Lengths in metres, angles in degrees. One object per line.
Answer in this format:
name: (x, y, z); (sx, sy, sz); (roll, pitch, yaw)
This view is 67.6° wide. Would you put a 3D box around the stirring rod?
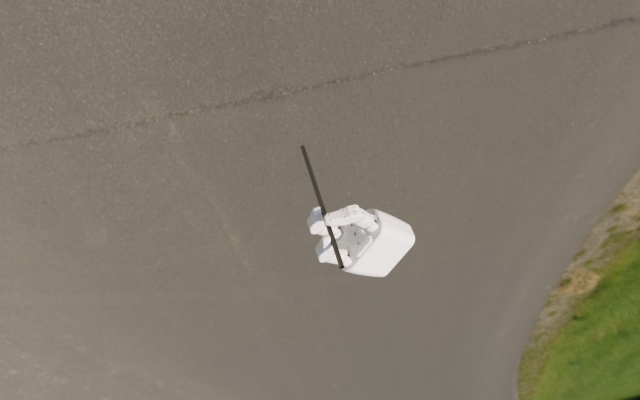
stirring rod: (0.000, 0.002, 0.769); (0.011, 0.239, 0.011); (-13, -33, -8)
